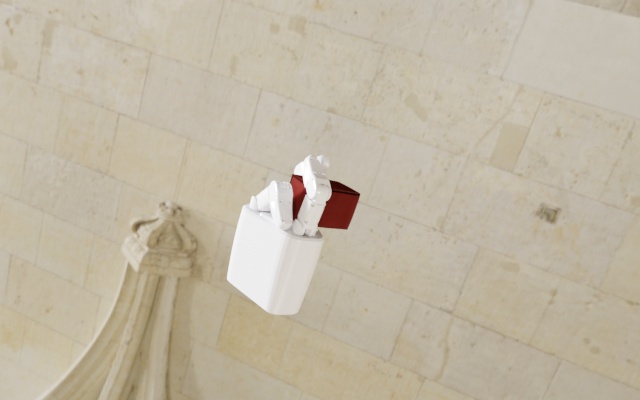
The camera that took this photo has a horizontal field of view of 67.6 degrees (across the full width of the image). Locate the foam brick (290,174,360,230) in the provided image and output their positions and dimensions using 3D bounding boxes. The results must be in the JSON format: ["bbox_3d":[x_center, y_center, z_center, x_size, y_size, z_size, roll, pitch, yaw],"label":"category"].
[{"bbox_3d":[0.000,0.002,0.611,0.078,0.051,0.053,8,16,-34],"label":"foam brick"}]
